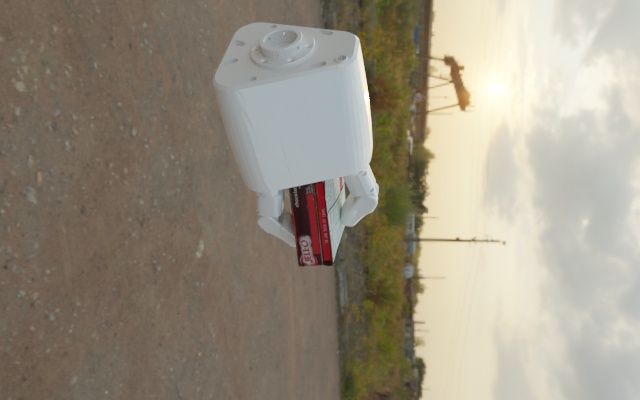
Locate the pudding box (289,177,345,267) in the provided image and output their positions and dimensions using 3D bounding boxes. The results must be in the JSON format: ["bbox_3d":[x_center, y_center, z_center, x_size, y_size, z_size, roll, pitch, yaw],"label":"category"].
[{"bbox_3d":[0.000,0.002,0.479,0.039,0.090,0.113,0,21,12],"label":"pudding box"}]
